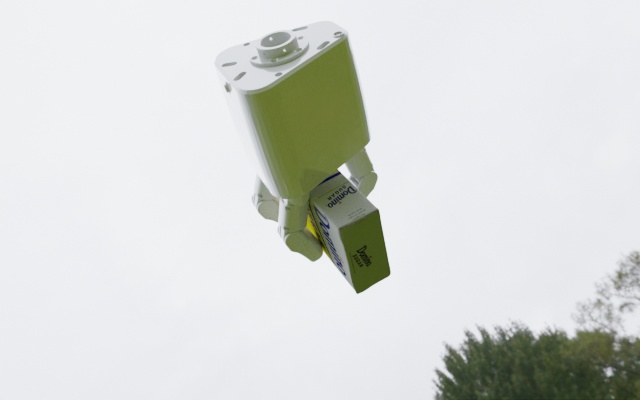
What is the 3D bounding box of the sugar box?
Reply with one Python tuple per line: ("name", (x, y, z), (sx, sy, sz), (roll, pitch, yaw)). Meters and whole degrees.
("sugar box", (0.000, 0.002, 0.477), (0.048, 0.093, 0.176), (-27, 43, -11))
